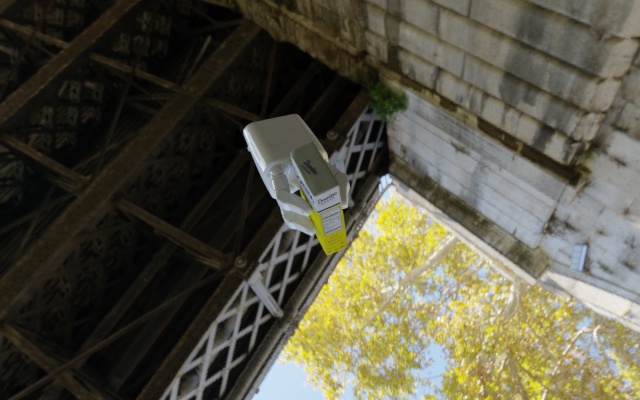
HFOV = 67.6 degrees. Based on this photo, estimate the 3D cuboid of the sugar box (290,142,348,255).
[{"bbox_3d":[0.000,0.003,0.738,0.048,0.093,0.176,-25,-34,-6],"label":"sugar box"}]
